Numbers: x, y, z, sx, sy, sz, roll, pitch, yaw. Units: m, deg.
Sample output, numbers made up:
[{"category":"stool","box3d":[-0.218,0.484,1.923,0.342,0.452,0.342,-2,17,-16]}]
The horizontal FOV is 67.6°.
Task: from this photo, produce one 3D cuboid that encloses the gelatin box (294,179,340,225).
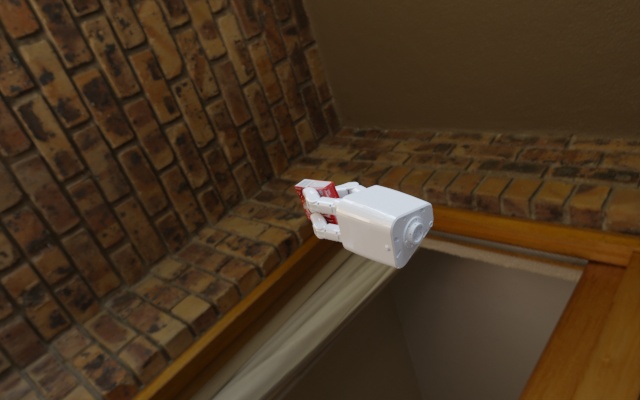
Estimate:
[{"category":"gelatin box","box3d":[0.000,0.002,0.840,0.030,0.073,0.089,-35,24,-28]}]
